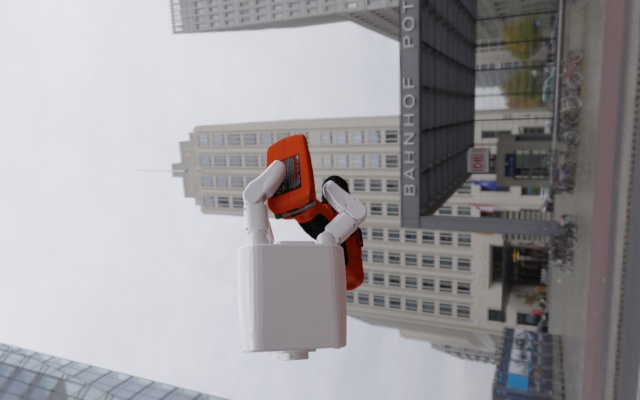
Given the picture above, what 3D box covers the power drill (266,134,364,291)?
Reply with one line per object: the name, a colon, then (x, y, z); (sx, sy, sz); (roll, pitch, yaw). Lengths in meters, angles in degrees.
power drill: (0.000, 0.002, 0.614); (0.057, 0.184, 0.188); (-22, -41, 16)
